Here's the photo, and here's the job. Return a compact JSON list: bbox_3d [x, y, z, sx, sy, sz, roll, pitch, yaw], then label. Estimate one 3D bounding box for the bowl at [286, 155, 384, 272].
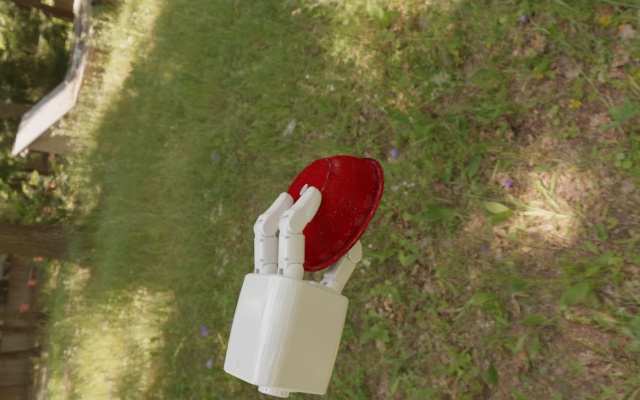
[{"bbox_3d":[0.000,0.001,0.574,0.055,0.162,0.162,35,-16,-24],"label":"bowl"}]
